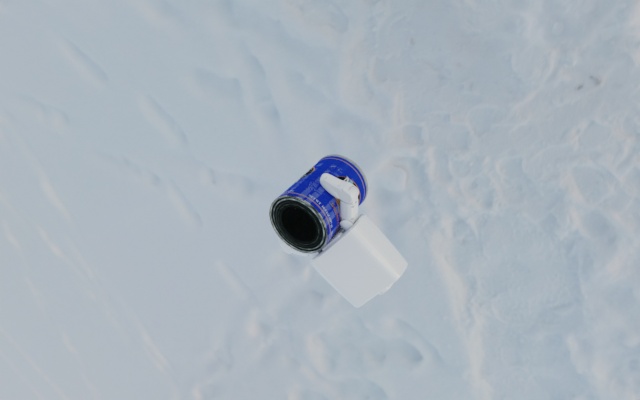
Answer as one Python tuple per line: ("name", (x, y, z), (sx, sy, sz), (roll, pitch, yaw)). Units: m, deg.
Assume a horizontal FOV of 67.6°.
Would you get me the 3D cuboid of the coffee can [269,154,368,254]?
("coffee can", (0.000, 0.002, 0.759), (0.103, 0.103, 0.140), (0, 30, 35))
